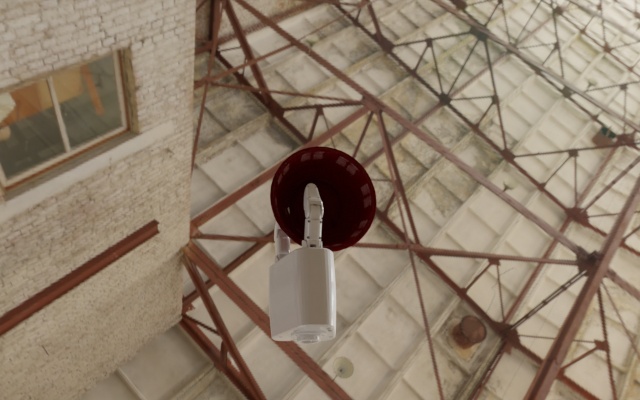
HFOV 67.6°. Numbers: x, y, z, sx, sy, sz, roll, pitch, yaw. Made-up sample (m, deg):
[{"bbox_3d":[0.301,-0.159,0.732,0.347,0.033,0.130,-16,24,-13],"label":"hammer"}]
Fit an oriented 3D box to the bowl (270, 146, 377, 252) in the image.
[{"bbox_3d":[0.000,0.001,0.724,0.162,0.162,0.055,0,-14,-15],"label":"bowl"}]
